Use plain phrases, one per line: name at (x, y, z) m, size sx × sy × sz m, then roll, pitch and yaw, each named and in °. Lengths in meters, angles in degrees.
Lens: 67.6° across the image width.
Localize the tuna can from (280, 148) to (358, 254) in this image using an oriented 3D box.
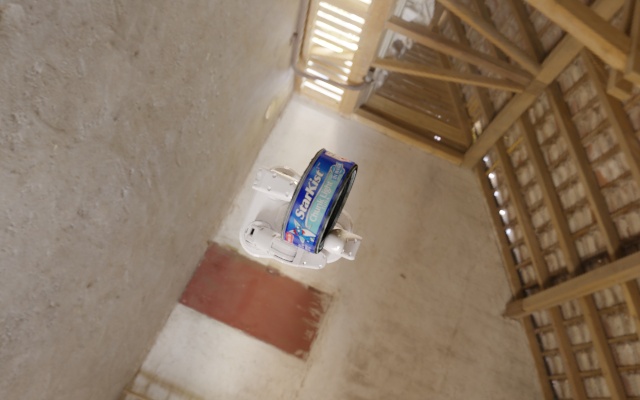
tuna can at (0.001, 0.002, 0.405) m, size 0.034 × 0.086 × 0.086 m, roll 24°, pitch 3°, yaw 7°
